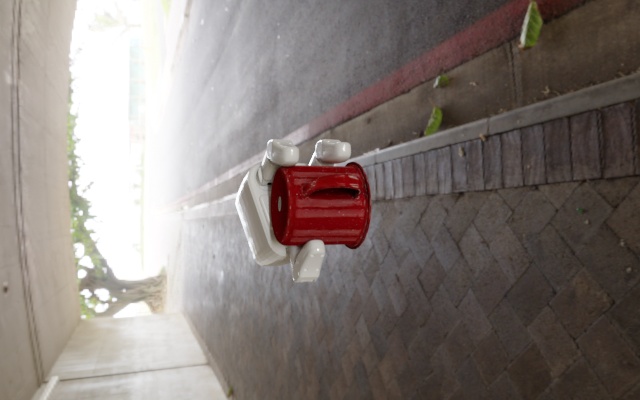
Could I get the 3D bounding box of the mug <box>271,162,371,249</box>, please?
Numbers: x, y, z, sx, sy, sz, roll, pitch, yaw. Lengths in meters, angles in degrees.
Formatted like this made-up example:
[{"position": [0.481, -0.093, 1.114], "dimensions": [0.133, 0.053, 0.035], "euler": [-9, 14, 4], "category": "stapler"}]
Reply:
[{"position": [0.000, 0.001, 0.481], "dimensions": [0.081, 0.093, 0.117], "euler": [0, -17, -20], "category": "mug"}]
